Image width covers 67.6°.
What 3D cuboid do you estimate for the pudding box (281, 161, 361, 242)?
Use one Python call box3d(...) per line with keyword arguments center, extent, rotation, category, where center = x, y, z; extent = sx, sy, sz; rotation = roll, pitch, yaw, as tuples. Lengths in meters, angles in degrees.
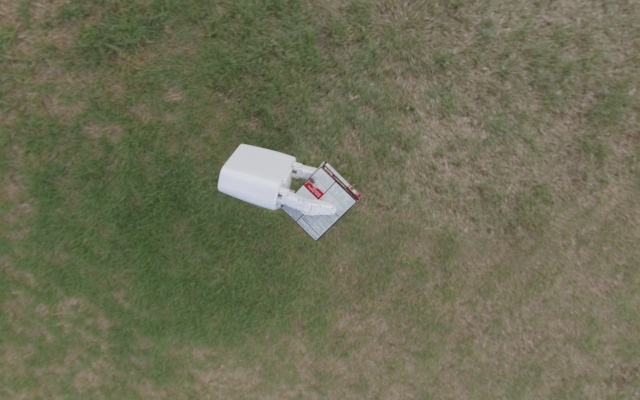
box3d(center=(0.000, 0.003, 0.833), extent=(0.113, 0.090, 0.039), rotation=(-45, 4, 22), category="pudding box")
